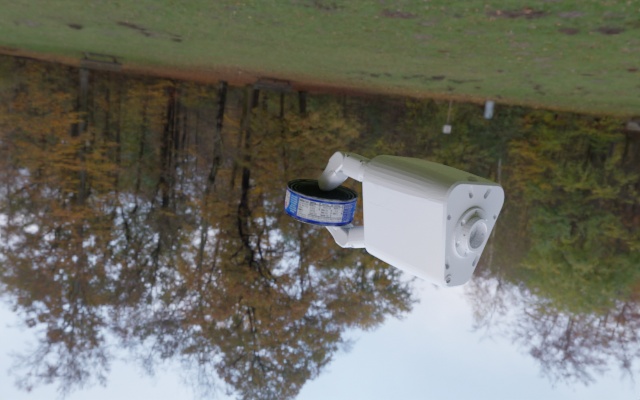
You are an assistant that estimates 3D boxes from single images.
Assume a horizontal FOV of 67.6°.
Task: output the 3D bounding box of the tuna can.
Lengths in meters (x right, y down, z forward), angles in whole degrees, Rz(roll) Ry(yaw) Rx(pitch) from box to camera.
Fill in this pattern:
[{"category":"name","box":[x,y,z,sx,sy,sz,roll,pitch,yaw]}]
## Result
[{"category":"tuna can","box":[0.000,0.002,0.572,0.086,0.034,0.086,9,15,-3]}]
